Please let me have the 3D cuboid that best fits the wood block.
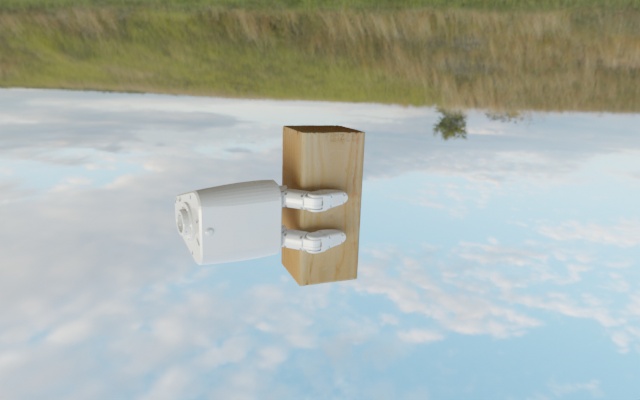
[{"bbox_3d":[0.000,0.002,0.669,0.090,0.206,0.090,-4,16,-21],"label":"wood block"}]
